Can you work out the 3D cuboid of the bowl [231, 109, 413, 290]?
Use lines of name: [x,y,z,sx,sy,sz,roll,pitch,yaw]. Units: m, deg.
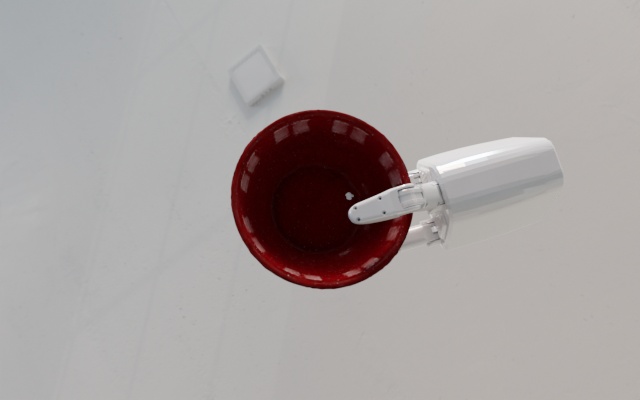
bowl: [-0.001,0.002,0.441,0.162,0.162,0.055,0,-13,-8]
